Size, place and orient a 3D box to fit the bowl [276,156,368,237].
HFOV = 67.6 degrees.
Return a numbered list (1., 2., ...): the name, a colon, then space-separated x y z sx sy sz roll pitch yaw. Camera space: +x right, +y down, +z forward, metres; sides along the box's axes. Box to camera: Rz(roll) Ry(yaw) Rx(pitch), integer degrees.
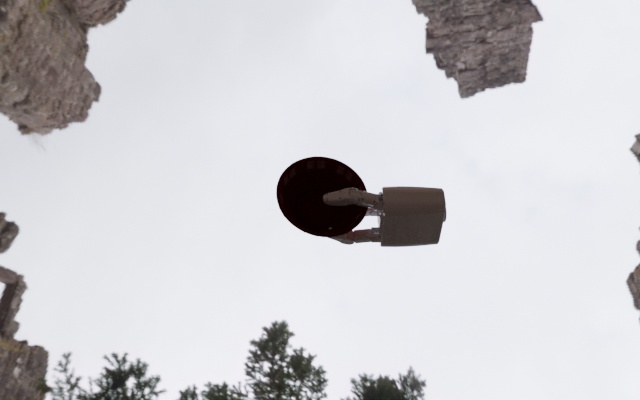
1. bowl: -0.001 0.003 0.841 0.162 0.162 0.055 0 -30 -11
